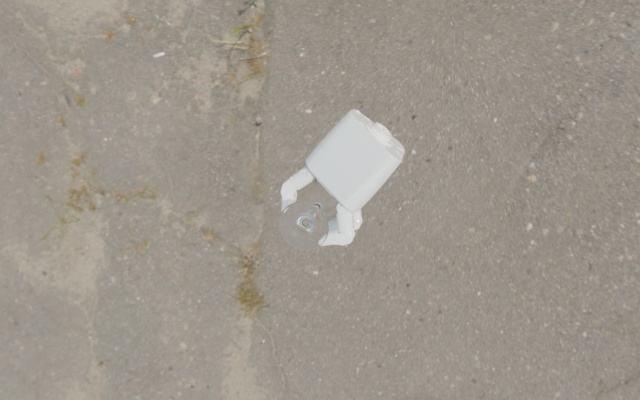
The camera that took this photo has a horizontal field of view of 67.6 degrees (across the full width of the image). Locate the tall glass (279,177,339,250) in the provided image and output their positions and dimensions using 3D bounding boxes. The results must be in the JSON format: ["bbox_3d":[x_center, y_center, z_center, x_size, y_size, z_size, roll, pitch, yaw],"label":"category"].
[{"bbox_3d":[0.000,0.003,0.767,0.079,0.079,0.201,0,20,15],"label":"tall glass"}]
